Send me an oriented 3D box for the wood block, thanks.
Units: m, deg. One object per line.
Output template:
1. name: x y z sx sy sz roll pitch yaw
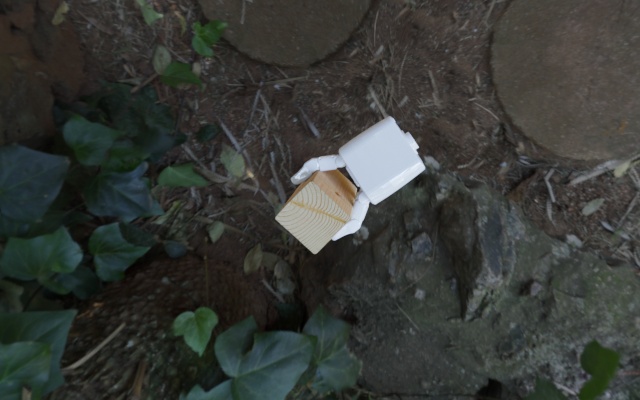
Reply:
1. wood block: 0.000 0.002 0.855 0.091 0.090 0.206 43 15 -5
